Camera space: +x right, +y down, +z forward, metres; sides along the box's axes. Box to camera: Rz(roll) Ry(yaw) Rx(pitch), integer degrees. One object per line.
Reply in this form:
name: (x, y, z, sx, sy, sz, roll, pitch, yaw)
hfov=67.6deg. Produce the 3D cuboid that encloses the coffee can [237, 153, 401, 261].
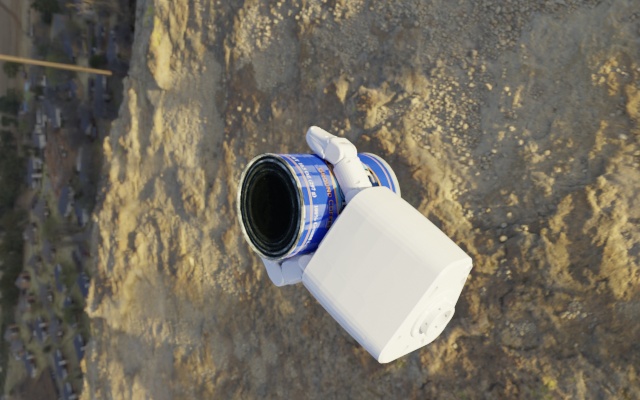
coffee can: (0.000, 0.001, 0.497, 0.140, 0.103, 0.103, -5, 4, -43)
